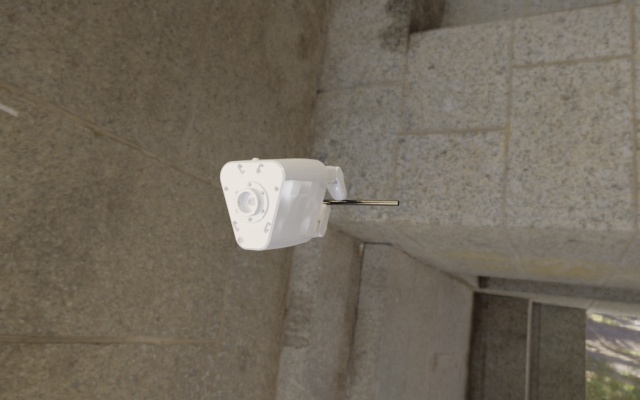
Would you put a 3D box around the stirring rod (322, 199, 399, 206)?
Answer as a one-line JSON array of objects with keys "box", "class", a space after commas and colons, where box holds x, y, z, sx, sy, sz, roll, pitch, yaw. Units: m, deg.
[{"box": [0.000, 0.002, 0.711, 0.239, 0.011, 0.011, 1, 0, 27], "class": "stirring rod"}]
